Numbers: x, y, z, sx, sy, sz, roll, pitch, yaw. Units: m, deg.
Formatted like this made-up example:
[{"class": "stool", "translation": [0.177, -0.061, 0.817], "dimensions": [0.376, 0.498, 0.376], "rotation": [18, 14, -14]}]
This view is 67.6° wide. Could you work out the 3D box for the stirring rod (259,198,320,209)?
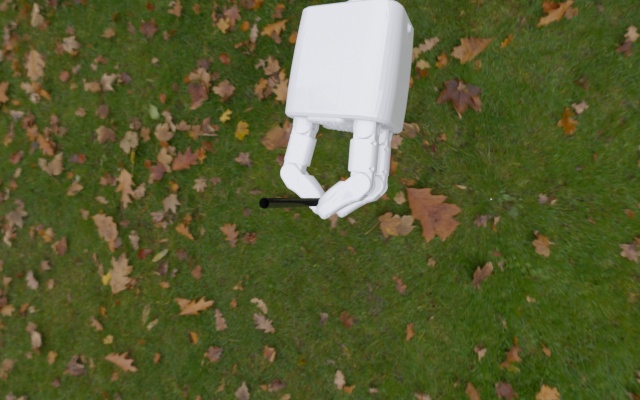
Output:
[{"class": "stirring rod", "translation": [0.000, 0.001, 0.455], "dimensions": [0.011, 0.011, 0.239], "rotation": [0, 0, 20]}]
